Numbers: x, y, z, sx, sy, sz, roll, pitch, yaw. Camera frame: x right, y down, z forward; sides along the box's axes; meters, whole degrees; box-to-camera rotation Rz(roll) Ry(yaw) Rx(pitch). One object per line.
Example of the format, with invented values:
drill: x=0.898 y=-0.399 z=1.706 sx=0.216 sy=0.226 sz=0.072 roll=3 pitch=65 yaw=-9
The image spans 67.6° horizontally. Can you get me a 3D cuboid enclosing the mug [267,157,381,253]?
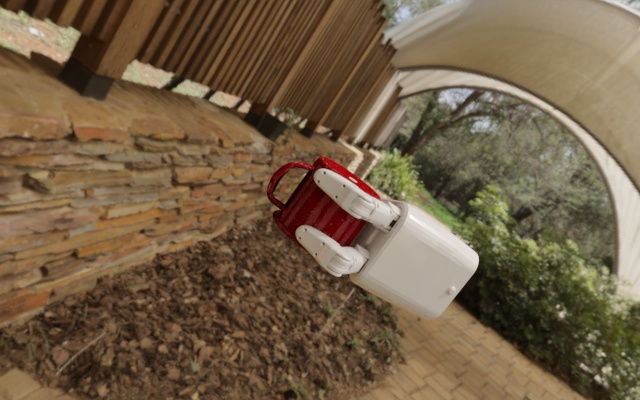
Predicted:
mug: x=-0.001 y=0.001 z=0.501 sx=0.117 sy=0.081 sz=0.093 roll=32 pitch=11 yaw=-19
